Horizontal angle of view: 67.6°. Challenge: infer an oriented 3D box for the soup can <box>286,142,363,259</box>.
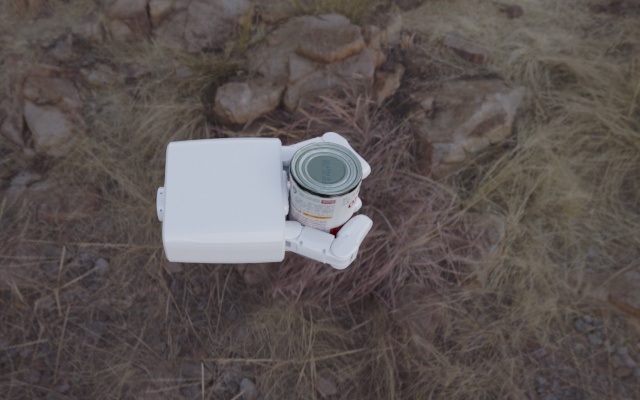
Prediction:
[{"bbox_3d":[0.001,0.001,0.462,0.068,0.068,0.102,0,-39,-8],"label":"soup can"}]
